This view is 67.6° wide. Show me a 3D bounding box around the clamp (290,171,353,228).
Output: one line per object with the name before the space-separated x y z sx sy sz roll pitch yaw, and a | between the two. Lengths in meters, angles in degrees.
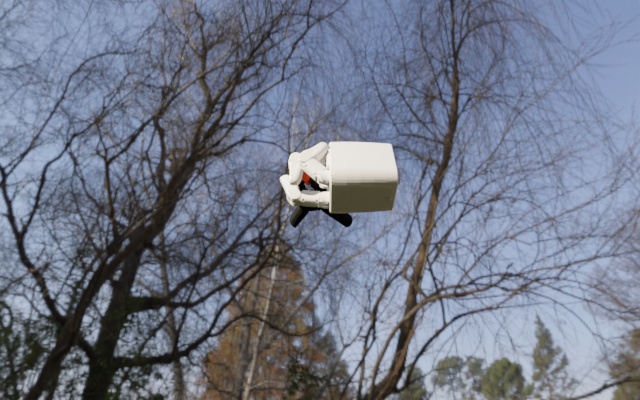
clamp | 0.000 0.002 0.859 0.120 0.039 0.172 -1 -31 0
